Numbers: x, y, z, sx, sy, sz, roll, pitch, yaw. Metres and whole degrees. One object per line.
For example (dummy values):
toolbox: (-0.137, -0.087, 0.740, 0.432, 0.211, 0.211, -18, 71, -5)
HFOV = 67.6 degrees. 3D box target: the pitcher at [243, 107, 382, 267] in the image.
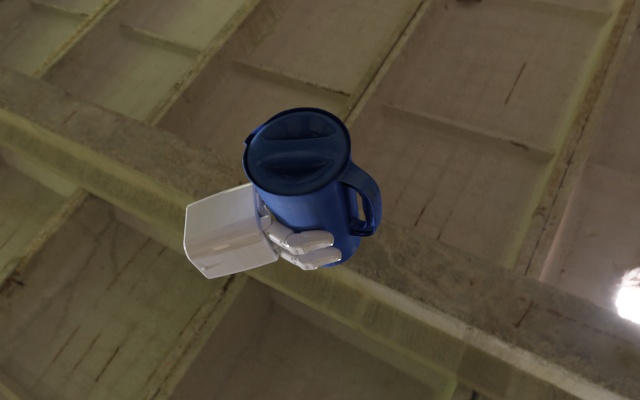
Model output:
pitcher: (0.000, 0.002, 0.660, 0.145, 0.149, 0.243, -19, -34, 1)
